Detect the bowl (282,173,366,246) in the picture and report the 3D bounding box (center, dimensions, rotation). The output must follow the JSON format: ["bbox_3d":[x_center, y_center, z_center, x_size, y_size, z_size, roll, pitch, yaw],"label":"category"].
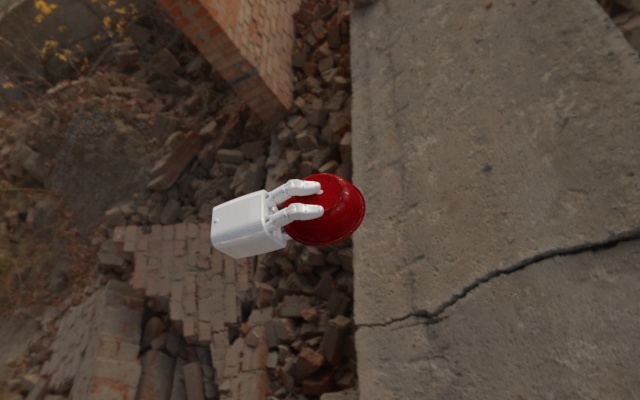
[{"bbox_3d":[0.001,0.002,0.875,0.162,0.162,0.055,0,-39,13],"label":"bowl"}]
